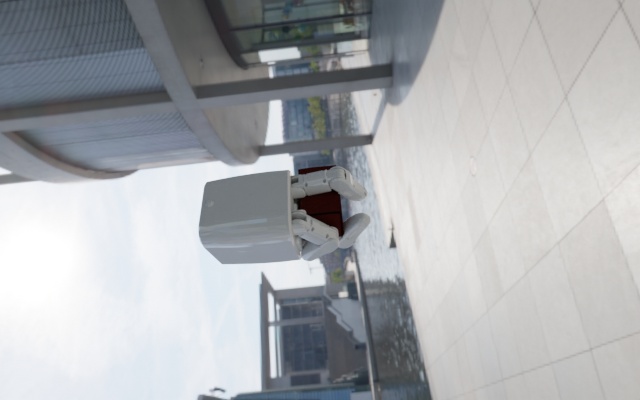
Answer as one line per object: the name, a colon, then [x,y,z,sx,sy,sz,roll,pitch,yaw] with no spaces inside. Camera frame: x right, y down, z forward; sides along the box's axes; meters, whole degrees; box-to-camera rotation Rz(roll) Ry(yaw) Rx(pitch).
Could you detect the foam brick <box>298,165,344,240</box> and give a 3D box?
foam brick: [0.000,0.002,0.600,0.051,0.078,0.053,-6,-40,3]
